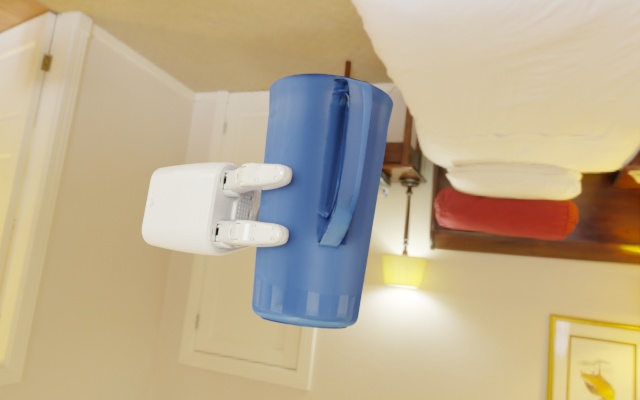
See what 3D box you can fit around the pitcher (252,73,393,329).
[{"bbox_3d":[0.000,0.002,0.487,0.145,0.243,0.149,2,-10,28],"label":"pitcher"}]
